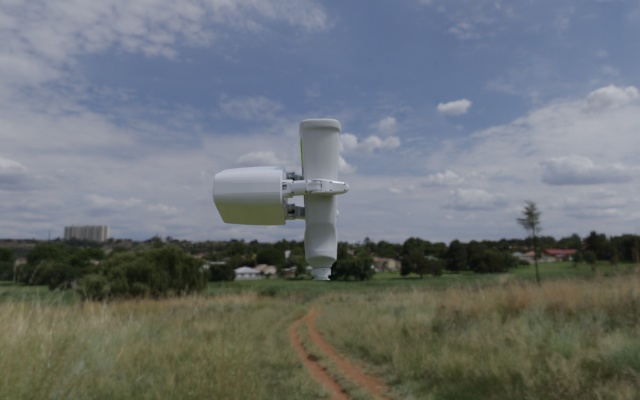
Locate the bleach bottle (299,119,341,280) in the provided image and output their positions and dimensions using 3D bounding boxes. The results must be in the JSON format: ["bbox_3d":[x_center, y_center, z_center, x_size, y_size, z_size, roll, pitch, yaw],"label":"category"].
[{"bbox_3d":[0.000,0.003,0.775,0.068,0.251,0.102,-1,-8,0],"label":"bleach bottle"}]
